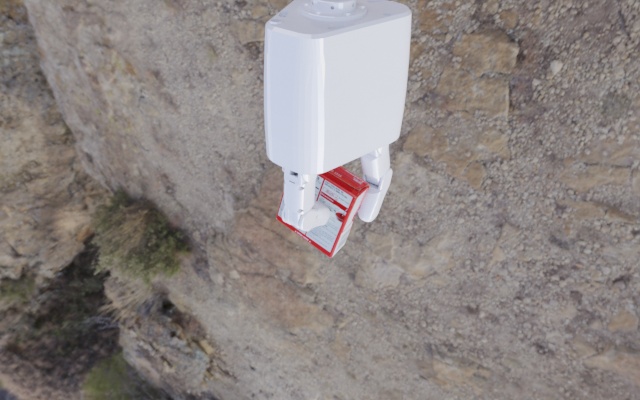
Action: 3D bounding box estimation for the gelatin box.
[{"bbox_3d":[0.000,0.002,0.468,0.073,0.089,0.030,34,43,16],"label":"gelatin box"}]
